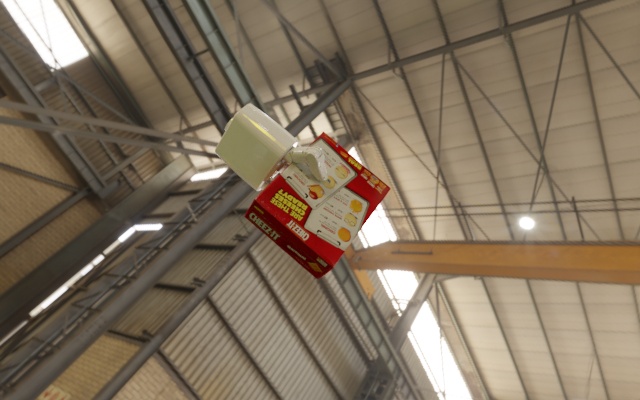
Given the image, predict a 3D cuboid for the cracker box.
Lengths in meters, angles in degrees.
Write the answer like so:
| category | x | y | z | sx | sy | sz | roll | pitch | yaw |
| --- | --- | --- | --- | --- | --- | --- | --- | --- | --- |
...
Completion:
| category | x | y | z | sx | sy | sz | roll | pitch | yaw |
| --- | --- | --- | --- | --- | --- | --- | --- | --- | --- |
| cracker box | 0.000 | 0.002 | 0.822 | 0.213 | 0.164 | 0.072 | -49 | 0 | -38 |
